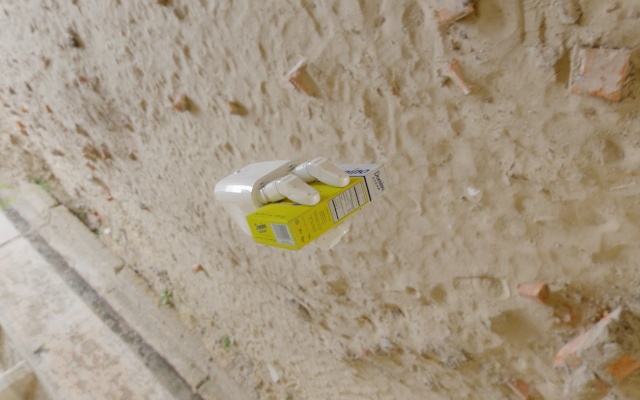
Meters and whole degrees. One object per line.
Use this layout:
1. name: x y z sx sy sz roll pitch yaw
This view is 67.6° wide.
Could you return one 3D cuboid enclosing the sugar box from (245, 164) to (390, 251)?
1. sugar box: 0.000 0.002 0.626 0.093 0.048 0.176 5 31 47
